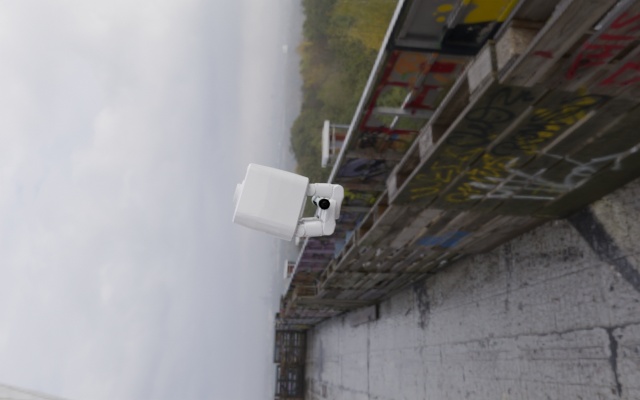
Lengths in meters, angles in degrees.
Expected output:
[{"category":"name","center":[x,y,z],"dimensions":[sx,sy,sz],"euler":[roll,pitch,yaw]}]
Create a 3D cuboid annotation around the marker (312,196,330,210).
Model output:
[{"category":"marker","center":[0.000,0.003,0.817],"dimensions":[0.020,0.020,0.121],"euler":[0,4,-6]}]
